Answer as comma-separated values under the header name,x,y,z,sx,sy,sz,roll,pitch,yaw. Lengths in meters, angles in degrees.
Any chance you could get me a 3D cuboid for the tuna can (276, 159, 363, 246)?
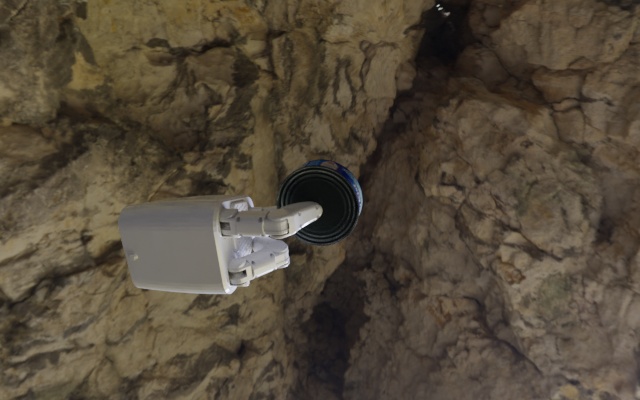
name,x,y,z,sx,sy,sz,roll,pitch,yaw
tuna can,0.000,0.001,0.495,0.086,0.086,0.033,0,19,14
